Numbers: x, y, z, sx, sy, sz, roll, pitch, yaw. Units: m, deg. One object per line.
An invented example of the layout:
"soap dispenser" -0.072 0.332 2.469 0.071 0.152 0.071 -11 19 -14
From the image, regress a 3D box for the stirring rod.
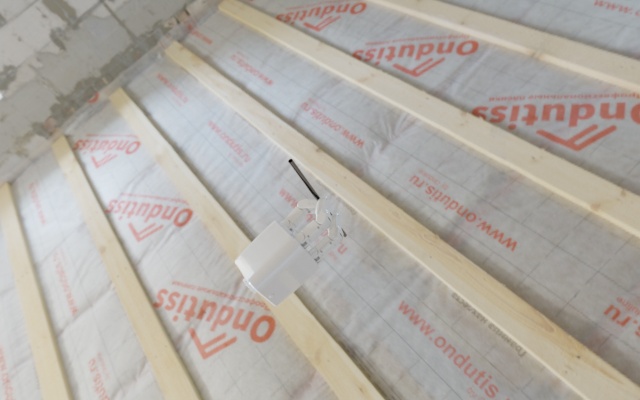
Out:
"stirring rod" 0.000 0.003 0.842 0.011 0.011 0.240 0 -33 28
